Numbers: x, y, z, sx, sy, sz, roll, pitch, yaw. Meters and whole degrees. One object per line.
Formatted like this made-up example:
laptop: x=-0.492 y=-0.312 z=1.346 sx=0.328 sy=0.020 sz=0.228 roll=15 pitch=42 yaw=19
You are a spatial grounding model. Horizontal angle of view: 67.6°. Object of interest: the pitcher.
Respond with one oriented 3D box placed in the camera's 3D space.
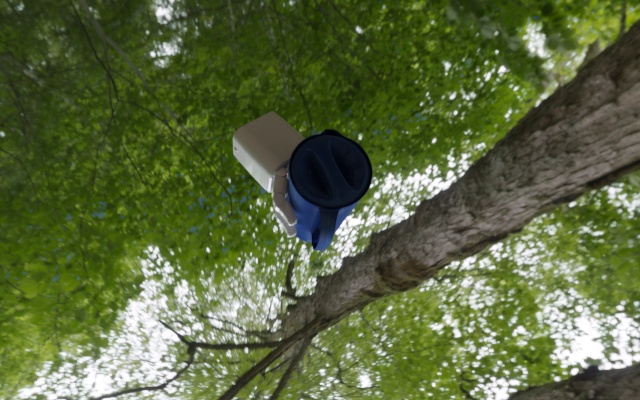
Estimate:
pitcher: x=0.000 y=0.003 z=0.849 sx=0.149 sy=0.145 sz=0.243 roll=-41 pitch=-11 yaw=-21
